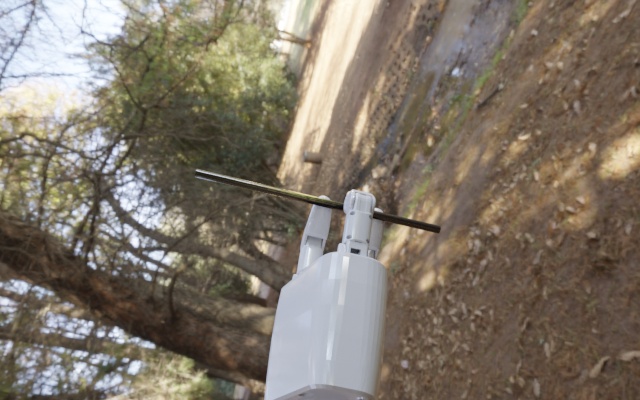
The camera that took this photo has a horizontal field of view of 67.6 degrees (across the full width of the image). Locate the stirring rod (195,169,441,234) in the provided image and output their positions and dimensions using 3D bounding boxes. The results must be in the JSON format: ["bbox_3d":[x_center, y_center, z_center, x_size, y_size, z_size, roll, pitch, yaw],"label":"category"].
[{"bbox_3d":[0.000,0.002,0.458,0.239,0.011,0.011,13,-1,-5],"label":"stirring rod"}]
